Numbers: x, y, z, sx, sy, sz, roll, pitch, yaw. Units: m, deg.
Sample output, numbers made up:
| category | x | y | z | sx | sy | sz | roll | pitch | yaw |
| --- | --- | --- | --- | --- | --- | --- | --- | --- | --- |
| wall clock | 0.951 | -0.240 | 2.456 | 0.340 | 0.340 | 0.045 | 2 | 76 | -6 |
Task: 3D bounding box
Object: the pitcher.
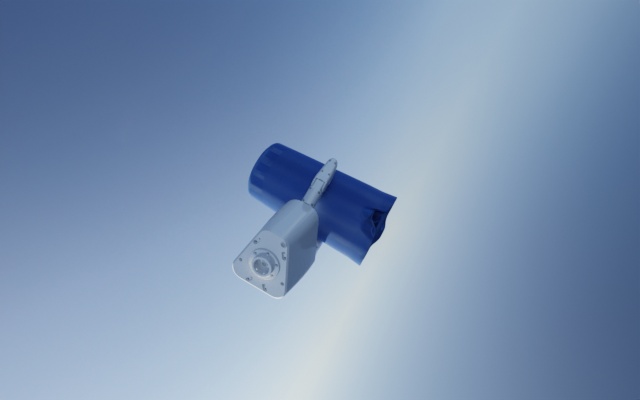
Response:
| category | x | y | z | sx | sy | sz | roll | pitch | yaw |
| --- | --- | --- | --- | --- | --- | --- | --- | --- | --- |
| pitcher | 0.000 | 0.003 | 0.841 | 0.243 | 0.149 | 0.145 | 29 | 32 | 9 |
